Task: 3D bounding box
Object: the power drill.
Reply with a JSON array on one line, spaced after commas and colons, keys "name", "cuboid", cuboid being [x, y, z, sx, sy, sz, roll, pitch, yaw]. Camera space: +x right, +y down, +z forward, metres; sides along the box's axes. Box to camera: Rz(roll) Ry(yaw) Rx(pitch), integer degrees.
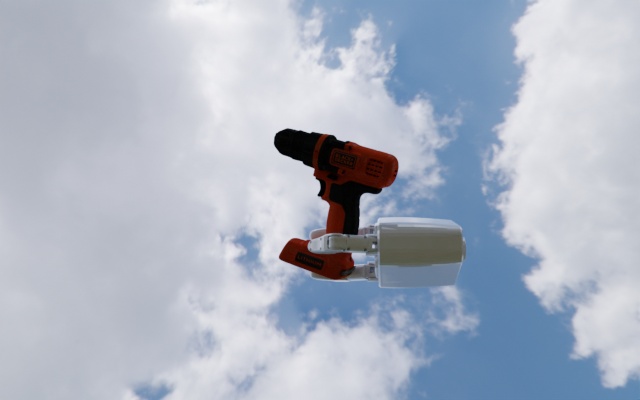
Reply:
[{"name": "power drill", "cuboid": [0.000, 0.003, 0.664, 0.184, 0.188, 0.057, 18, 11, 23]}]
